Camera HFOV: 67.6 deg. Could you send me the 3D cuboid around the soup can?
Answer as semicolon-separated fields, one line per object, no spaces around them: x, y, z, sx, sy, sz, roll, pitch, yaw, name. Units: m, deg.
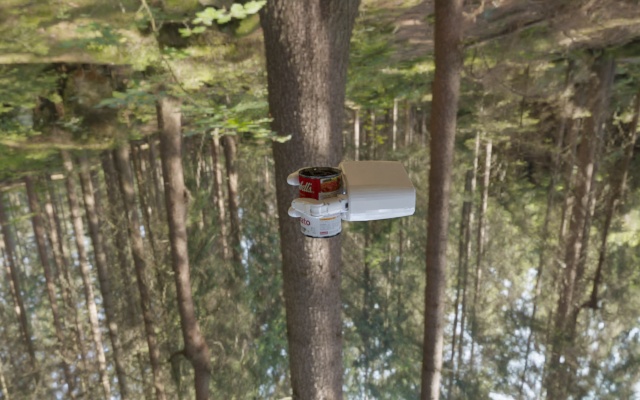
0.000;0.003;0.769;0.068;0.102;0.068;-1;17;0;soup can
